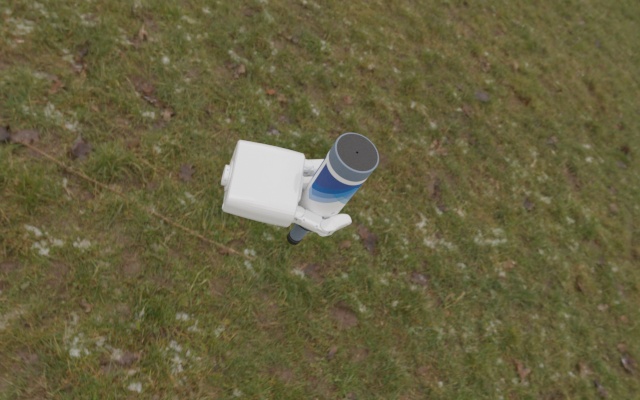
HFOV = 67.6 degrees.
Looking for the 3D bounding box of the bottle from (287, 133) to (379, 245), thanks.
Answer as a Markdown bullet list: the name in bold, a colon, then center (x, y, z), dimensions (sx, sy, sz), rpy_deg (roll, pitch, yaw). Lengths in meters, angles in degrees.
- **bottle**: center (0.000, 0.002, 0.775), dimensions (0.069, 0.069, 0.296), rpy_deg (0, -28, -23)
